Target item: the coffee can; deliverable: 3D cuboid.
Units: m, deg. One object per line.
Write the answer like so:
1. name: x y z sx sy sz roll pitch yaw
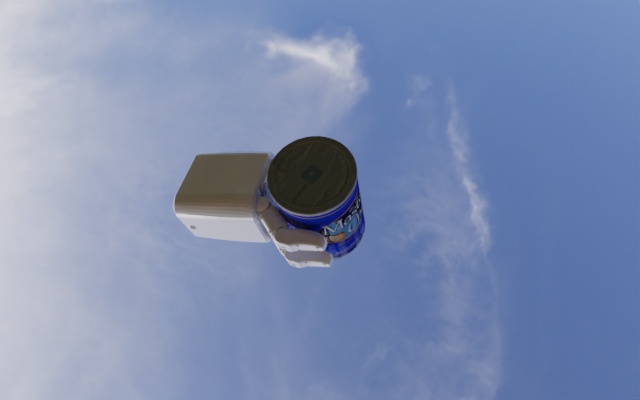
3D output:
1. coffee can: 0.000 0.002 0.593 0.103 0.102 0.140 0 -28 10
